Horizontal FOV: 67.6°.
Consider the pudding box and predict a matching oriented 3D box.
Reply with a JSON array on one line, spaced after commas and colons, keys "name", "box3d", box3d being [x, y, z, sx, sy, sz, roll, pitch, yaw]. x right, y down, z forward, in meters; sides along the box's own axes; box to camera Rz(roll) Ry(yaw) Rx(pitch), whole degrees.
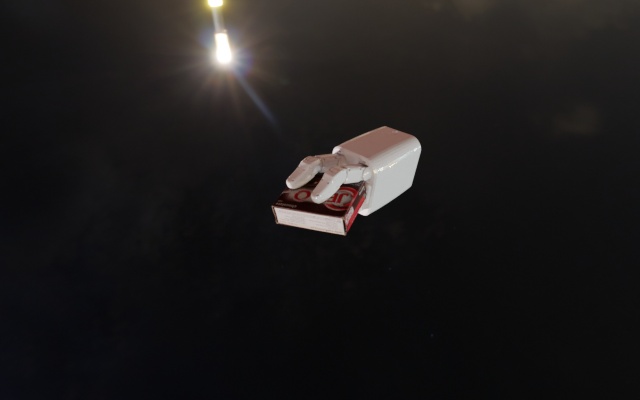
[{"name": "pudding box", "box3d": [0.000, 0.002, 0.695, 0.113, 0.039, 0.090, 6, 38, 23]}]
